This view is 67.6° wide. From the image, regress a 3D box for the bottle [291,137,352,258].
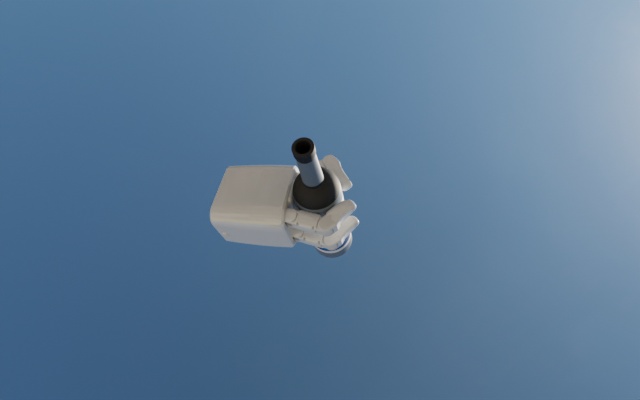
[{"bbox_3d":[0.000,0.002,0.681,0.069,0.069,0.296,0,-26,9],"label":"bottle"}]
